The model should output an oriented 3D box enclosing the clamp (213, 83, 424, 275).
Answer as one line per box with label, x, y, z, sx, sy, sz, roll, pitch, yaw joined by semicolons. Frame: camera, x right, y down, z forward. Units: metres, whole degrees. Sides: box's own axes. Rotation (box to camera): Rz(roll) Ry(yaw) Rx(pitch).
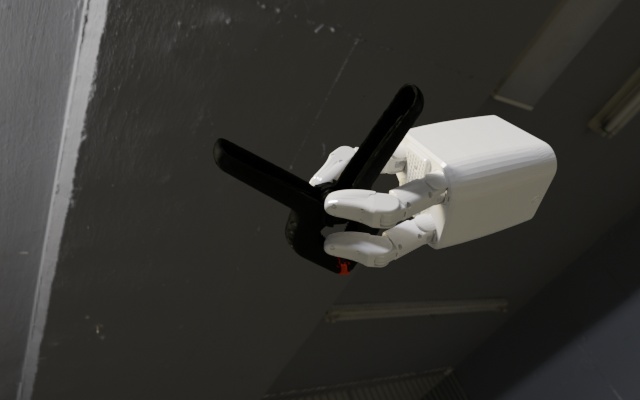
clamp;0.000;0.001;0.422;0.164;0.036;0.210;-12;-41;-11
